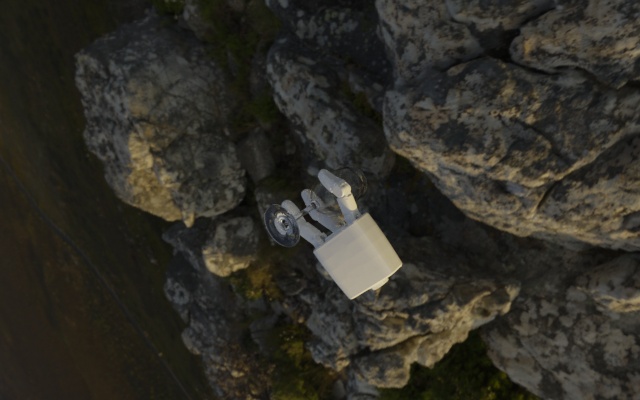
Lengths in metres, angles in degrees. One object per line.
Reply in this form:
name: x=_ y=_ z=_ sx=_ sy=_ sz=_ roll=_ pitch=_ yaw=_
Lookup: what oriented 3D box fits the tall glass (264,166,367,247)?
tall glass: x=0.000 y=0.003 z=0.819 sx=0.079 sy=0.079 sz=0.201 roll=0 pitch=23 yaw=42
